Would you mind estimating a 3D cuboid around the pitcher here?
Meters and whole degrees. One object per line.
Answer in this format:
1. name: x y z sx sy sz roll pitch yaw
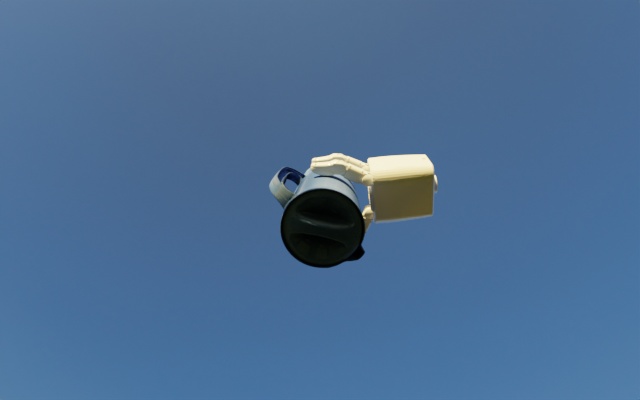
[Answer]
1. pitcher: 0.000 0.003 0.846 0.145 0.149 0.242 -6 18 4
